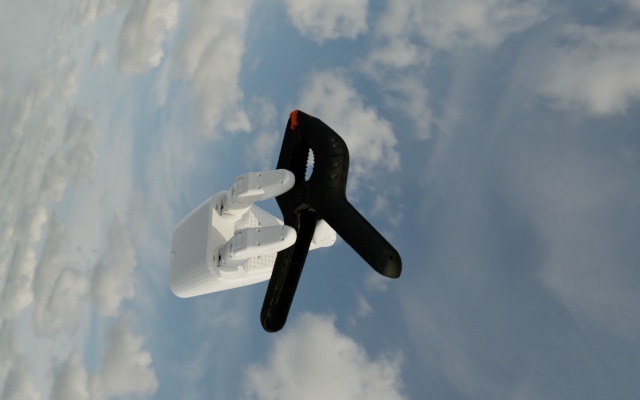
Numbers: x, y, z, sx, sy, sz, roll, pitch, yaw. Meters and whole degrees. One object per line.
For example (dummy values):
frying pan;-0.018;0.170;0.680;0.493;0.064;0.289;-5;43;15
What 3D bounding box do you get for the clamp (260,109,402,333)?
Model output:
clamp;0.001;0.001;0.430;0.036;0.210;0.164;18;-31;-38
